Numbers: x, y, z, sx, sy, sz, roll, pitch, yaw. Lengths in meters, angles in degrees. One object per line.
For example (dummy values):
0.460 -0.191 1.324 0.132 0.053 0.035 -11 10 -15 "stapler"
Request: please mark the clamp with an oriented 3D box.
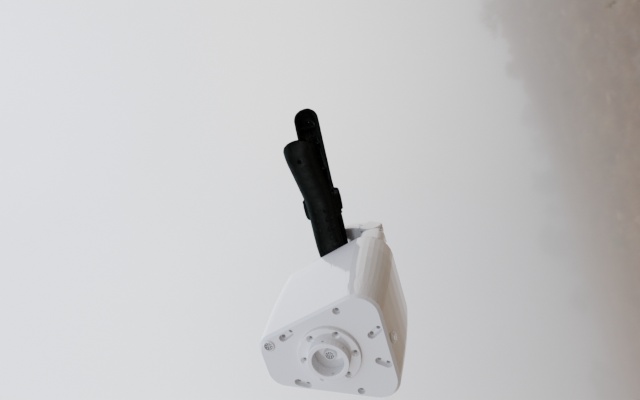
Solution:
0.000 0.002 0.457 0.039 0.171 0.120 -13 15 15 "clamp"
